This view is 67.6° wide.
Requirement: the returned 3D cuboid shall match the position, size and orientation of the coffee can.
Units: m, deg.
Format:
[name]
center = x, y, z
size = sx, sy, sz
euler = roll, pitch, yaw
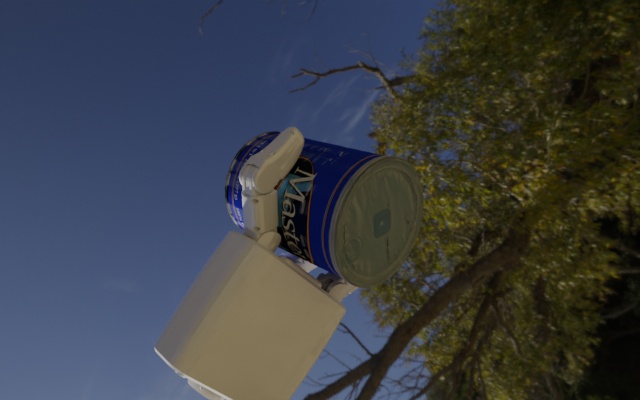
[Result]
[coffee can]
center = 0.000, 0.001, 0.407
size = 0.103, 0.103, 0.140
euler = 0, 14, -44
